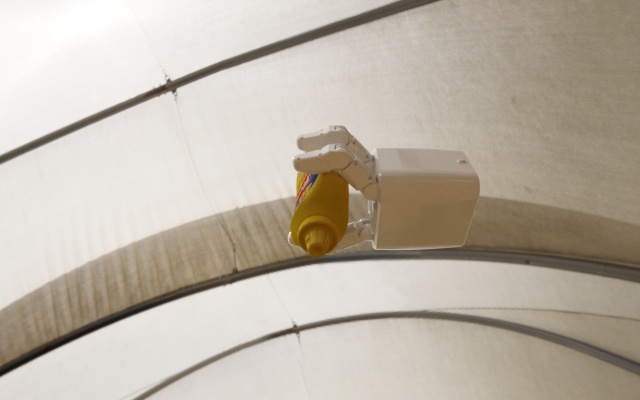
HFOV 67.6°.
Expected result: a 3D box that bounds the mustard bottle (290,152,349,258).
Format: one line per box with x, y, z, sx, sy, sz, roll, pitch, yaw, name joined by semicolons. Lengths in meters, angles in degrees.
0.000;0.002;0.537;0.058;0.096;0.191;22;27;-11;mustard bottle
